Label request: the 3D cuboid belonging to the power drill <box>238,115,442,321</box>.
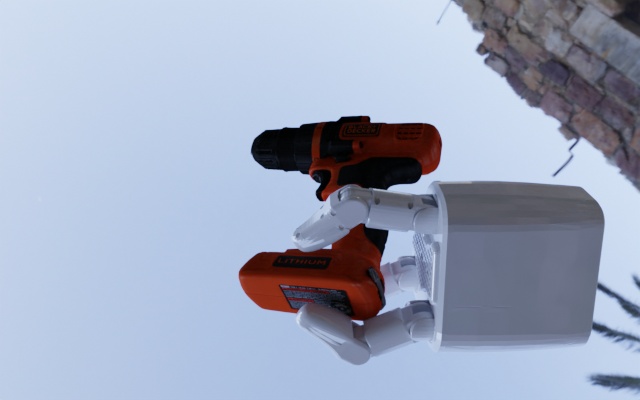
[{"bbox_3d":[0.000,0.002,0.403,0.184,0.187,0.057,1,-40,23],"label":"power drill"}]
